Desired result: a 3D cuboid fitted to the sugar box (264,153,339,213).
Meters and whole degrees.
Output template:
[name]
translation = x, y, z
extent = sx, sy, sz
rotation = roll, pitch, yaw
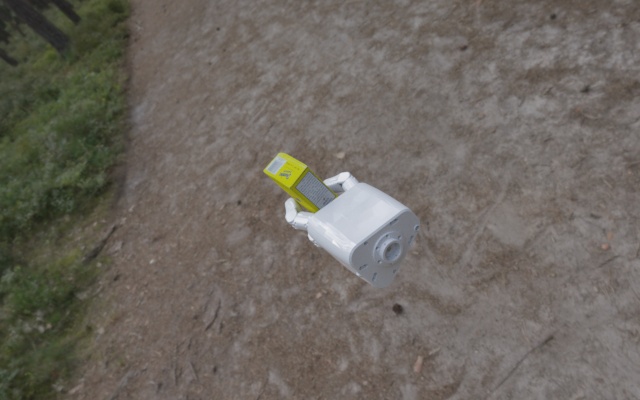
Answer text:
[sugar box]
translation = 0.000, 0.003, 0.733
extent = 0.176, 0.048, 0.093
rotation = 45, -7, -35
